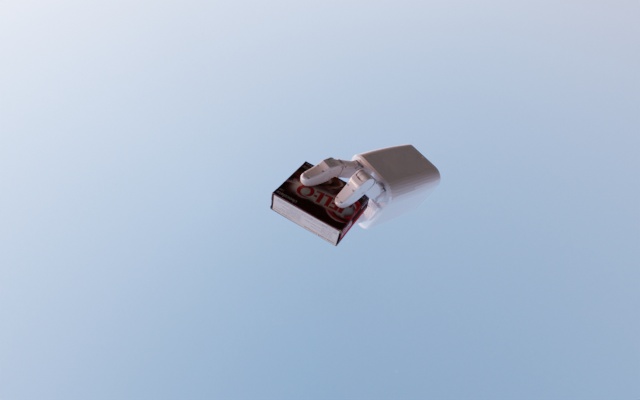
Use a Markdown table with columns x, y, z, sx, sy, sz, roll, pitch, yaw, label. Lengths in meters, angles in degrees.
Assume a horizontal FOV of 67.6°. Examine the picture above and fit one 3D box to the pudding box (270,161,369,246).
| x | y | z | sx | sy | sz | roll | pitch | yaw | label |
| --- | --- | --- | --- | --- | --- | --- | --- | --- | --- |
| 0.000 | 0.002 | 0.672 | 0.113 | 0.039 | 0.090 | 27 | 44 | 16 | pudding box |
